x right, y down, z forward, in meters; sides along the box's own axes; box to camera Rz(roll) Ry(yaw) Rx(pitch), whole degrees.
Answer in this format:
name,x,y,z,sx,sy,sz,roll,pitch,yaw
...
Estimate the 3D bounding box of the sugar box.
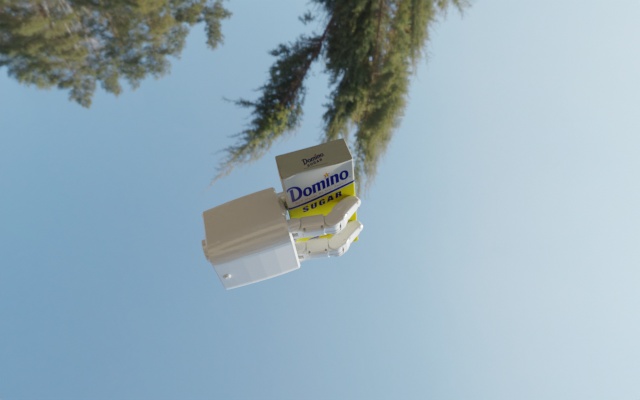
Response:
name,x,y,z,sx,sy,sz,roll,pitch,yaw
sugar box,0.000,0.003,0.649,0.093,0.048,0.176,-16,-37,-5
